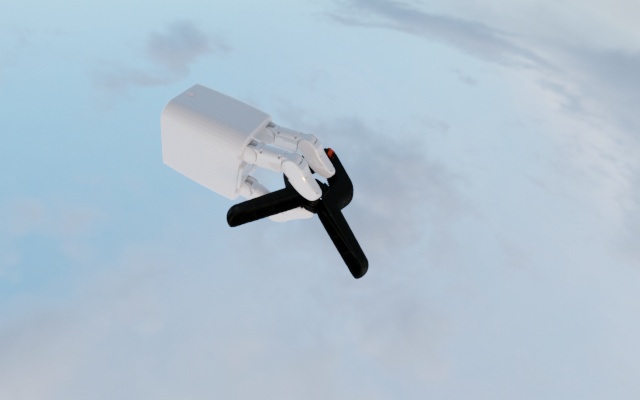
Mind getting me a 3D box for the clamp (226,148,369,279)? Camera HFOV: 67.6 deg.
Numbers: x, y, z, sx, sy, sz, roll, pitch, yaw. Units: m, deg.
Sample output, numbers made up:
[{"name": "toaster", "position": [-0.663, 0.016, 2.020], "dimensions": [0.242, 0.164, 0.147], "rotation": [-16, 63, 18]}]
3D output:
[{"name": "clamp", "position": [0.000, 0.002, 0.588], "dimensions": [0.164, 0.036, 0.210], "rotation": [28, 36, 1]}]
